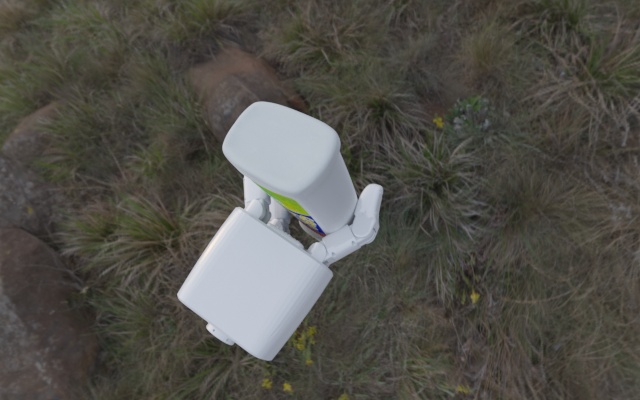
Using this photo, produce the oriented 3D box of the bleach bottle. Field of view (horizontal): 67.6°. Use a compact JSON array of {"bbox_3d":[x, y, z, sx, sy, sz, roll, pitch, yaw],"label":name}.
[{"bbox_3d":[0.000,0.002,0.491,0.102,0.068,0.251,28,-12,27],"label":"bleach bottle"}]
